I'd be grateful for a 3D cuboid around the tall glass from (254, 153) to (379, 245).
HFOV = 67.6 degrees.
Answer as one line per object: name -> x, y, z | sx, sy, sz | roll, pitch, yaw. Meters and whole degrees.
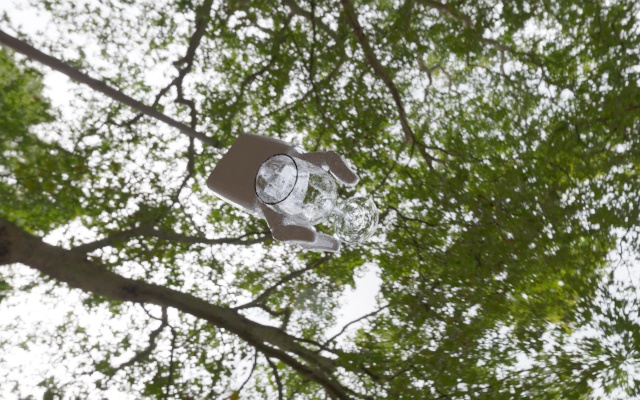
tall glass -> 0.001, 0.002, 0.625 | 0.079, 0.079, 0.201 | 0, -16, 32
